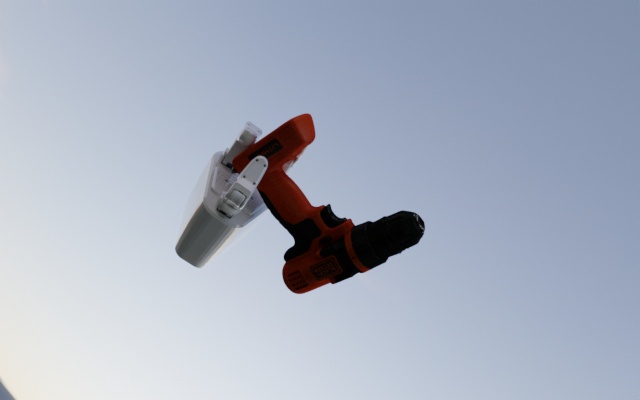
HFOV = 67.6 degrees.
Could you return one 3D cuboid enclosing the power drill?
[{"bbox_3d":[0.000,0.001,0.535,0.184,0.187,0.057,-28,4,26],"label":"power drill"}]
